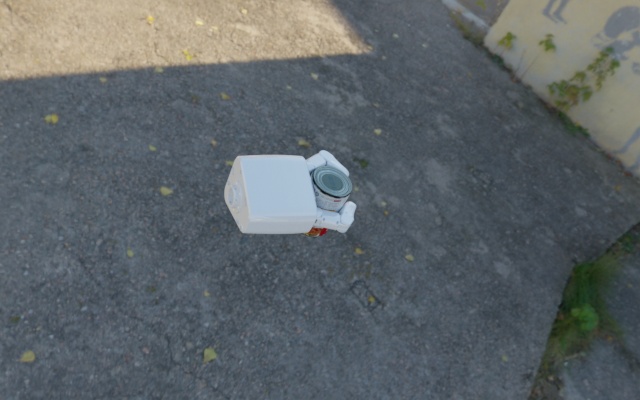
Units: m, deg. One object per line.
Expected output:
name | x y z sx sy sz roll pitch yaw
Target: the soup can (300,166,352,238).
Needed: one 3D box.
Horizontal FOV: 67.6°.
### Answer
soup can | 0.001 0.002 0.759 0.068 0.068 0.102 0 -41 -29
